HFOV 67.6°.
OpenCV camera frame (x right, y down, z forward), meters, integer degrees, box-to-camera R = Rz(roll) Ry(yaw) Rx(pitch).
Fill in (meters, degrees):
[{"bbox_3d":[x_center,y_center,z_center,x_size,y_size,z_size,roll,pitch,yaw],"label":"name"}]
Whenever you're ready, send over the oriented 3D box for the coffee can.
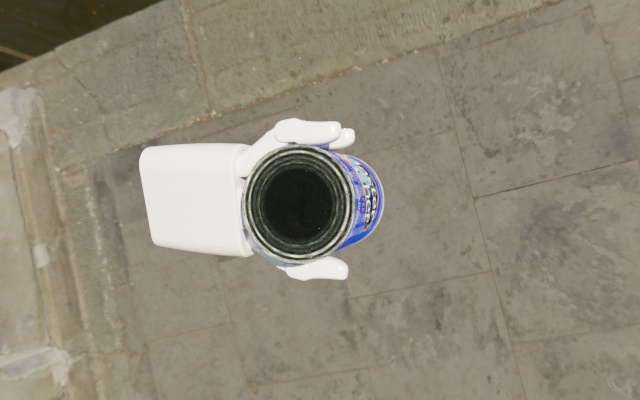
[{"bbox_3d":[0.000,0.002,0.467,0.103,0.103,0.140,0,1,17],"label":"coffee can"}]
